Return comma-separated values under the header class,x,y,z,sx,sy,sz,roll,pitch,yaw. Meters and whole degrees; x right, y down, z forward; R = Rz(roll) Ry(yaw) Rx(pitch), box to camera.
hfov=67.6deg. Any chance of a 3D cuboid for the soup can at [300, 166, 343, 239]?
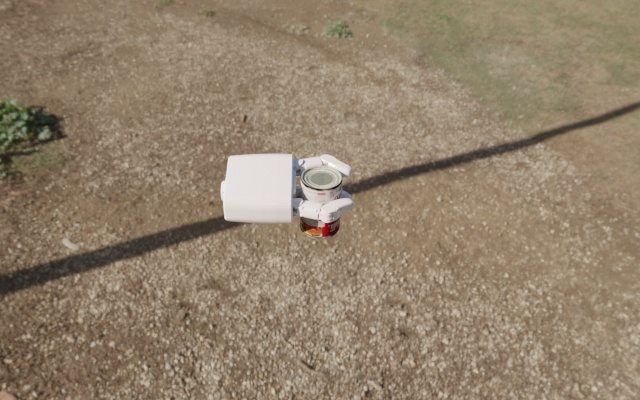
class,x,y,z,sx,sy,sz,roll,pitch,yaw
soup can,0.001,0.002,0.779,0.068,0.102,0.068,1,38,-1
